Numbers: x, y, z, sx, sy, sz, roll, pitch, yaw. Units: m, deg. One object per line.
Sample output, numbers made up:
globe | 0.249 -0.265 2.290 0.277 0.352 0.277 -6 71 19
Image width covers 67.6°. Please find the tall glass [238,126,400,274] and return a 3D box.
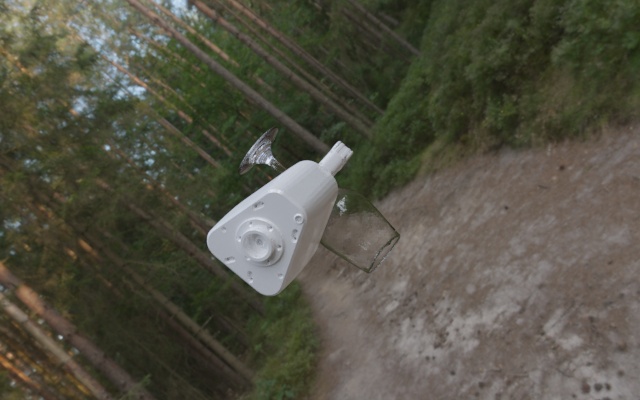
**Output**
tall glass | 0.000 0.001 0.580 0.201 0.079 0.079 39 1 1
